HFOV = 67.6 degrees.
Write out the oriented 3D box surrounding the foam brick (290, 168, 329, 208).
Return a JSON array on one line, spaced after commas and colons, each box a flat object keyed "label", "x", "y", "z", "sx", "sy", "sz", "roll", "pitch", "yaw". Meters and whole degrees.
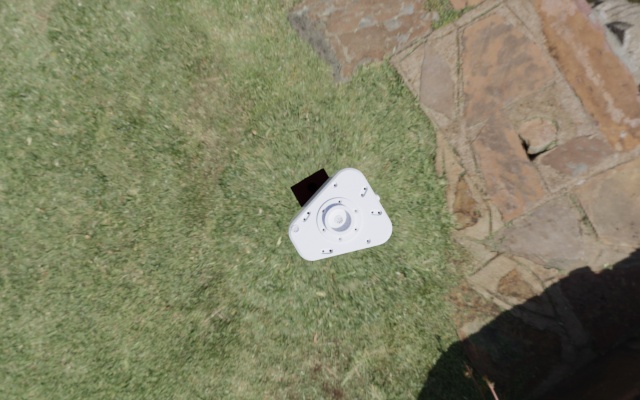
[{"label": "foam brick", "x": 0.000, "y": 0.002, "z": 0.646, "sx": 0.053, "sy": 0.078, "sz": 0.051, "roll": -31, "pitch": -1, "yaw": -1}]
